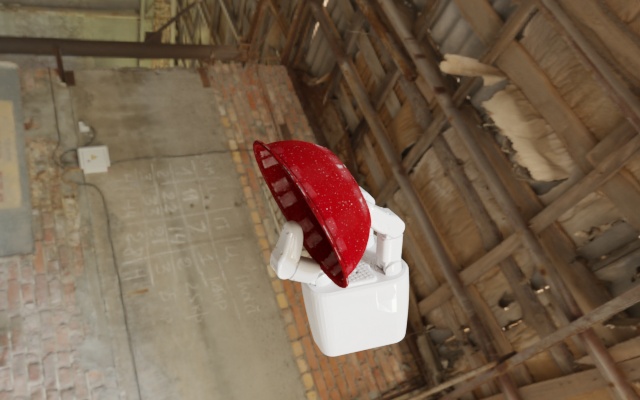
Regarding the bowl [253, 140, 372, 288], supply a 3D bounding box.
[{"bbox_3d":[0.000,0.000,0.455,0.055,0.162,0.162,-32,7,-12],"label":"bowl"}]
